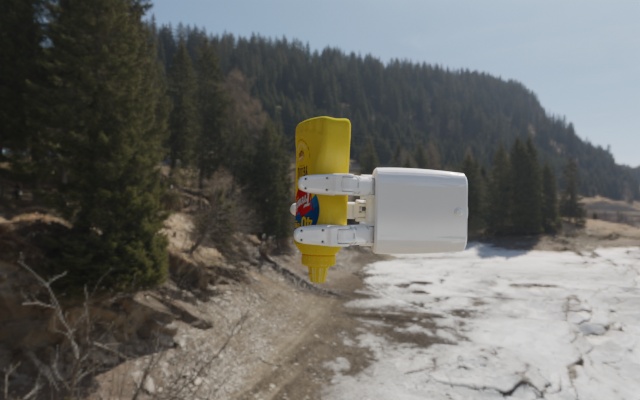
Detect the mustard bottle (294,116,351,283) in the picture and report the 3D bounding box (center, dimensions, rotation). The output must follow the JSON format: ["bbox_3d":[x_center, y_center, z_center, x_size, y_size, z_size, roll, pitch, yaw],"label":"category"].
[{"bbox_3d":[0.000,0.002,0.573,0.058,0.191,0.096,2,-1,-24],"label":"mustard bottle"}]
